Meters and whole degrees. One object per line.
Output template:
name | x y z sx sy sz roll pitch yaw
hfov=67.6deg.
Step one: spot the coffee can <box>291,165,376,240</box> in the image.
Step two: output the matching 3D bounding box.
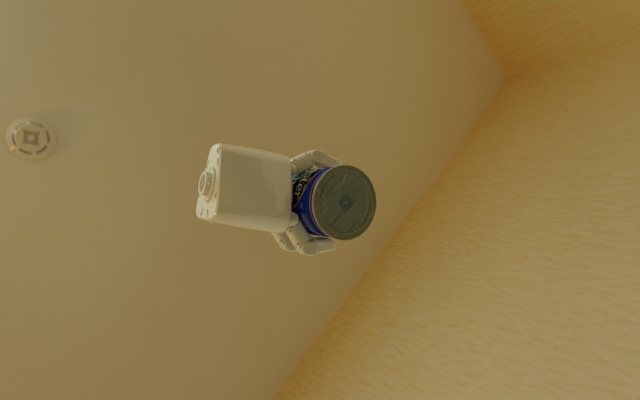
coffee can | 0.000 0.002 0.708 0.103 0.103 0.140 0 1 -30
